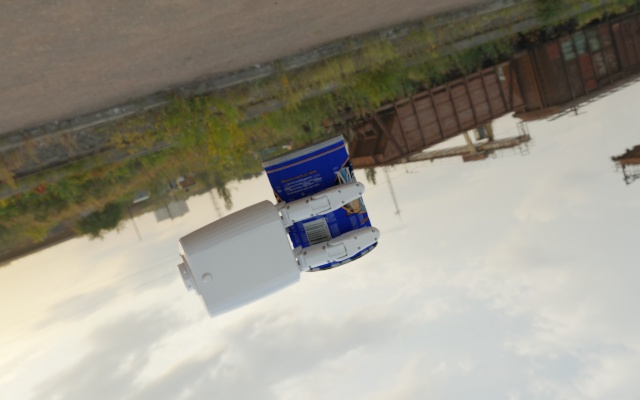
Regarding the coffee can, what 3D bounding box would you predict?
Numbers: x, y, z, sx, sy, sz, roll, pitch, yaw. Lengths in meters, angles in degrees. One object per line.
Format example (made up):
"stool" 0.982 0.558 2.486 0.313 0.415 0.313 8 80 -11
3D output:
"coffee can" 0.000 0.002 0.582 0.103 0.140 0.103 -19 8 3
